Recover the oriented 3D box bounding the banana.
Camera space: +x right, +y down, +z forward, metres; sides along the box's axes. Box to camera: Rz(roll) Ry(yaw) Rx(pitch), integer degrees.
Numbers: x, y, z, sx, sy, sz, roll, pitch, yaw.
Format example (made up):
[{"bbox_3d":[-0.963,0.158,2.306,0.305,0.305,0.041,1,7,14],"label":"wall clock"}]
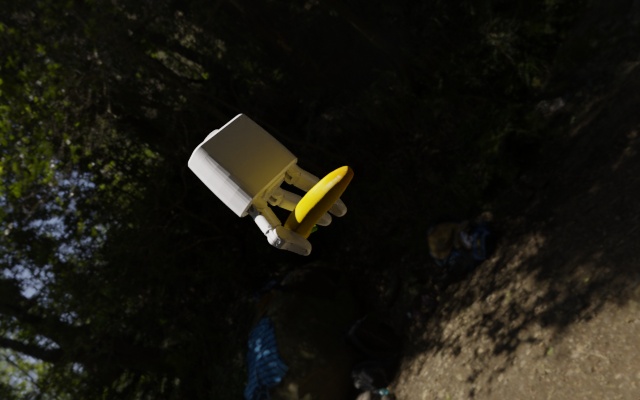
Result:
[{"bbox_3d":[-0.013,0.015,0.651,0.069,0.037,0.198,-43,-6,-28],"label":"banana"}]
